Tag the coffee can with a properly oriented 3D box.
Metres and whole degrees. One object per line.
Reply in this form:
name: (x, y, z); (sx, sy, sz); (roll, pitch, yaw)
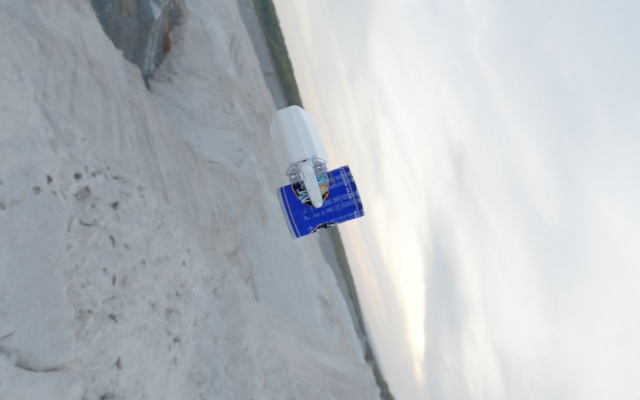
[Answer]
coffee can: (0.000, 0.003, 0.896); (0.140, 0.103, 0.103); (-19, 0, 0)
